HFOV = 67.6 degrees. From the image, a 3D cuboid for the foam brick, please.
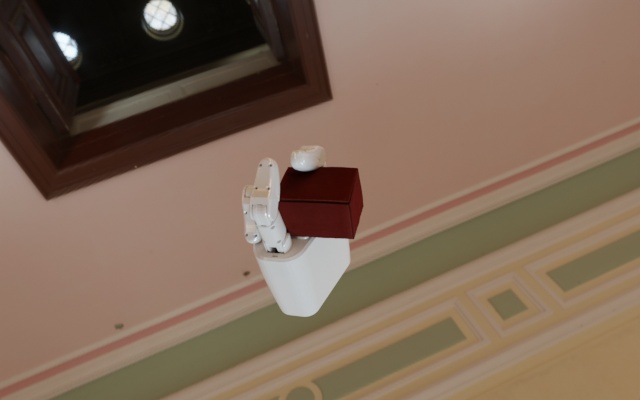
[{"bbox_3d":[0.000,0.002,0.480,0.078,0.051,0.053,2,43,18],"label":"foam brick"}]
